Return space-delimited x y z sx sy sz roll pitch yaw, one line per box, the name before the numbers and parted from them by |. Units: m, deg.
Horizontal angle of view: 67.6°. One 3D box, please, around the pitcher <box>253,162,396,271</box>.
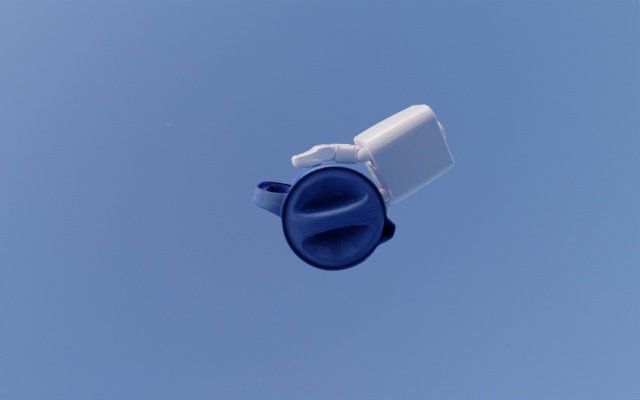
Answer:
pitcher | 0.000 0.002 0.704 0.145 0.149 0.243 -32 10 1
